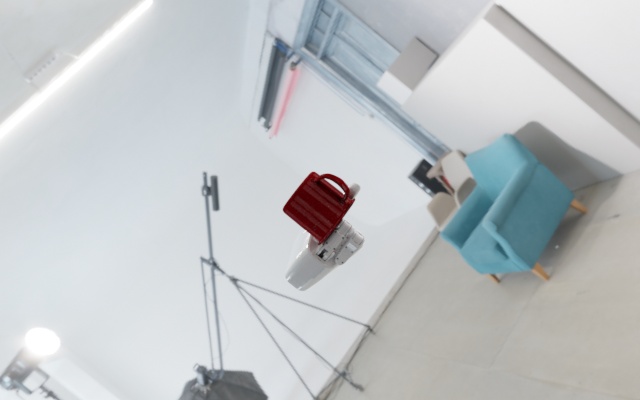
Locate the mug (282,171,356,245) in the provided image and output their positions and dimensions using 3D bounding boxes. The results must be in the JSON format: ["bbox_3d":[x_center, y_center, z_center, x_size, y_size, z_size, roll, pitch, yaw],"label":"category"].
[{"bbox_3d":[0.001,0.002,0.737,0.093,0.081,0.117,-52,1,-44],"label":"mug"}]
